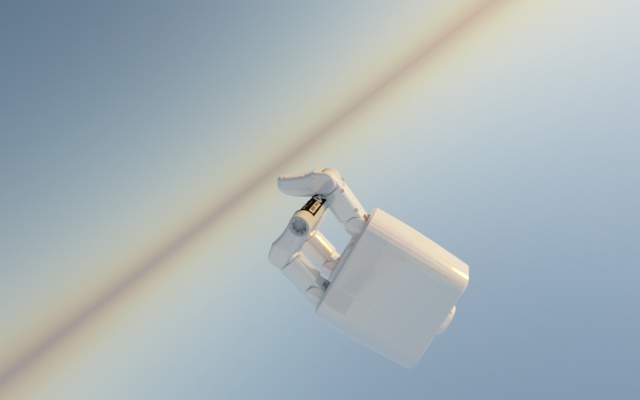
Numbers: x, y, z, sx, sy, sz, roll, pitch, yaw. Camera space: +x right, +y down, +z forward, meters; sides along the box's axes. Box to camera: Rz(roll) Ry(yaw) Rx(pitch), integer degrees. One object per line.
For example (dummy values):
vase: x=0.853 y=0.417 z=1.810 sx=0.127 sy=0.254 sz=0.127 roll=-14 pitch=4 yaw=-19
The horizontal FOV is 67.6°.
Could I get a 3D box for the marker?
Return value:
marker: x=0.000 y=0.001 z=0.449 sx=0.020 sy=0.020 sz=0.121 roll=0 pitch=20 yaw=19
